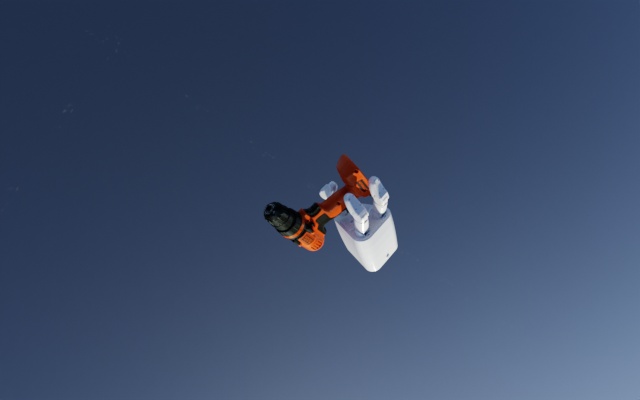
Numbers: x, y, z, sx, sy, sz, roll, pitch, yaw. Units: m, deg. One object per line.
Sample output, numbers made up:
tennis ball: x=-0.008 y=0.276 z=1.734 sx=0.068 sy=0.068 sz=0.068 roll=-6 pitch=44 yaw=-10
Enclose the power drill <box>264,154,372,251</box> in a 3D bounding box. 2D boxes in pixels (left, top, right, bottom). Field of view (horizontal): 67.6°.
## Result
power drill: x=0.001 y=0.003 z=0.888 sx=0.057 sy=0.187 sz=0.184 roll=52 pitch=6 yaw=33
